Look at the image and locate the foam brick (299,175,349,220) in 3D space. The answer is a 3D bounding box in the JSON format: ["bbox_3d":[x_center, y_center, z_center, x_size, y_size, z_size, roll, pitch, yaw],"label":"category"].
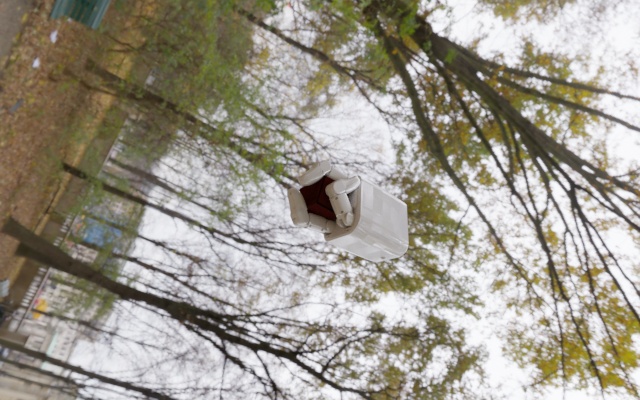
[{"bbox_3d":[0.000,0.002,0.767,0.051,0.053,0.078,27,-27,-24],"label":"foam brick"}]
